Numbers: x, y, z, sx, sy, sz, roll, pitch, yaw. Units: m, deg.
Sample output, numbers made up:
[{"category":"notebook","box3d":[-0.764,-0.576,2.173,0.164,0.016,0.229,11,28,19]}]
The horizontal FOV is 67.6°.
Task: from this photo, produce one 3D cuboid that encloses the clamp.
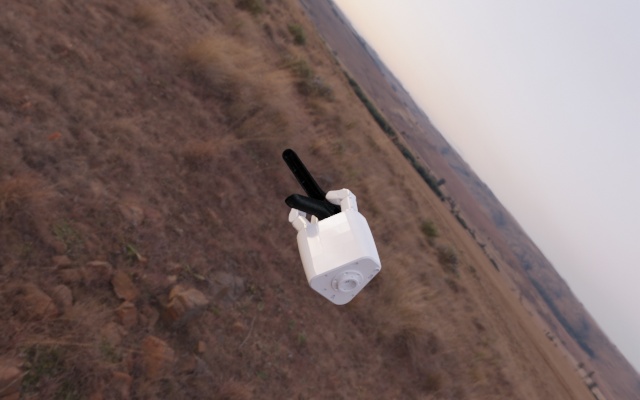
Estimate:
[{"category":"clamp","box3d":[0.001,0.003,0.874,0.036,0.164,0.210,-35,-51,18]}]
